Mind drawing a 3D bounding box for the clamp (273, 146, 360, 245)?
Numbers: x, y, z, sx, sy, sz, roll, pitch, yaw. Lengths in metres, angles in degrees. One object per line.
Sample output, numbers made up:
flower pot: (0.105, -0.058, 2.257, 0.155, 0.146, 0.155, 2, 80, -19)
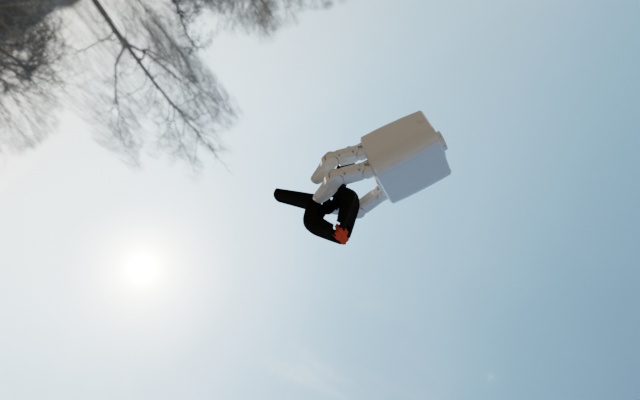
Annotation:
clamp: (0.001, 0.003, 0.766, 0.164, 0.036, 0.209, -27, 34, 11)
